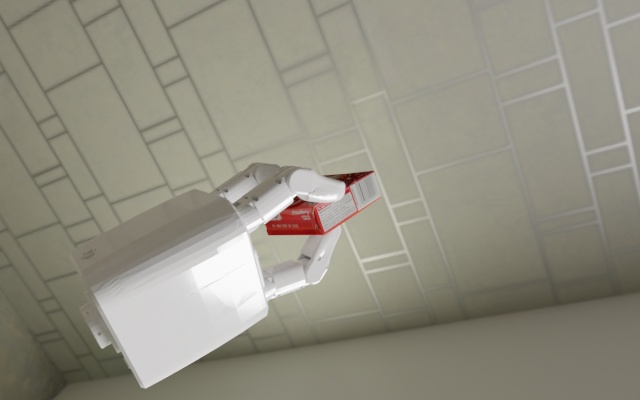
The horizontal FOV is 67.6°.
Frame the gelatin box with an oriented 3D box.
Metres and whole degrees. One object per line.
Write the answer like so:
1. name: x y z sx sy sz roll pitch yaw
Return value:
1. gelatin box: 0.000 0.002 0.439 0.073 0.030 0.089 -3 21 46
